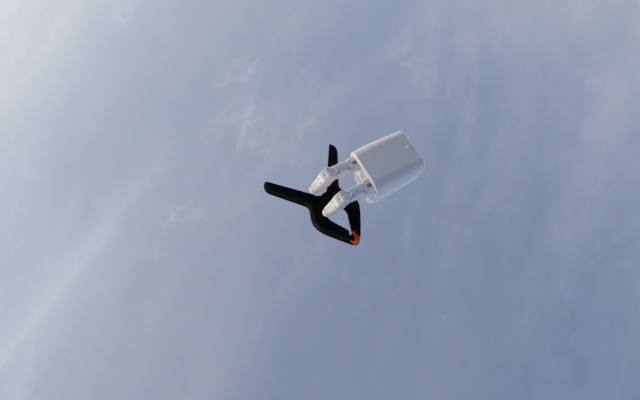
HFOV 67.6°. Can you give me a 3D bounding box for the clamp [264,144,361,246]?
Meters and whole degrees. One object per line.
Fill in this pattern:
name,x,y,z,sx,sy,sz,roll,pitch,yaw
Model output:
clamp,0.001,0.004,0.897,0.164,0.210,0.036,-26,-26,-9
